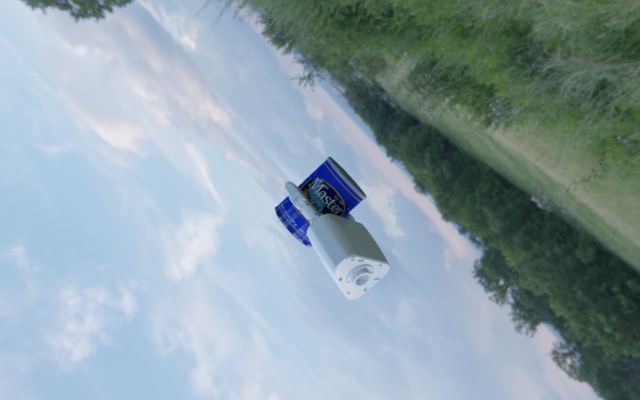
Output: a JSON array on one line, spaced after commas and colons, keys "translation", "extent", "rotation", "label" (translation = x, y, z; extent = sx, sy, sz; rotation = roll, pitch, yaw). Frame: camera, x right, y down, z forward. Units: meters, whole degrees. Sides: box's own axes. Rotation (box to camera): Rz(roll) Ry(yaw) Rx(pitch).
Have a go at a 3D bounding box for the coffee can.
[{"translation": [0.000, 0.003, 0.884], "extent": [0.140, 0.103, 0.103], "rotation": [-43, -8, 8], "label": "coffee can"}]
